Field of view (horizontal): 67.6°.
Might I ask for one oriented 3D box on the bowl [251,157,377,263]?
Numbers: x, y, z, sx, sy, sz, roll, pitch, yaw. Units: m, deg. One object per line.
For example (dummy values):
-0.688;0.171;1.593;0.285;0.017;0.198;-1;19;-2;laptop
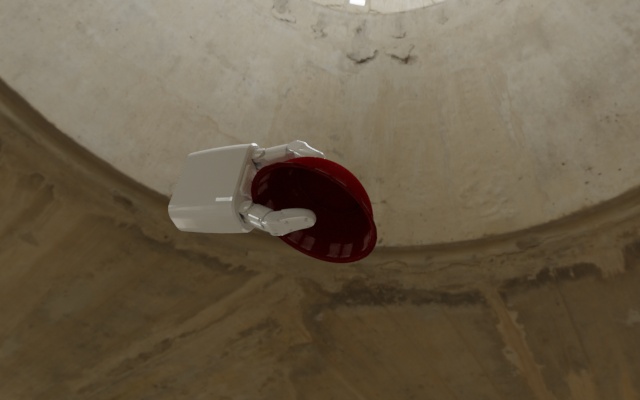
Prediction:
0.001;0.002;0.570;0.162;0.162;0.055;0;42;35;bowl
